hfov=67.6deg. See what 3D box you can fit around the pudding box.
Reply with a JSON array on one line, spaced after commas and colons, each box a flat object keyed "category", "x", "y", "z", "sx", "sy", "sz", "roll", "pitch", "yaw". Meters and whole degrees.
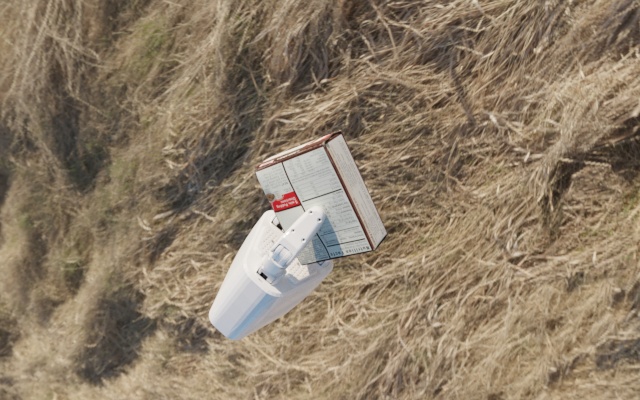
[{"category": "pudding box", "x": 0.000, "y": 0.002, "z": 0.454, "sx": 0.090, "sy": 0.113, "sz": 0.039, "roll": -17, "pitch": 17, "yaw": 34}]
